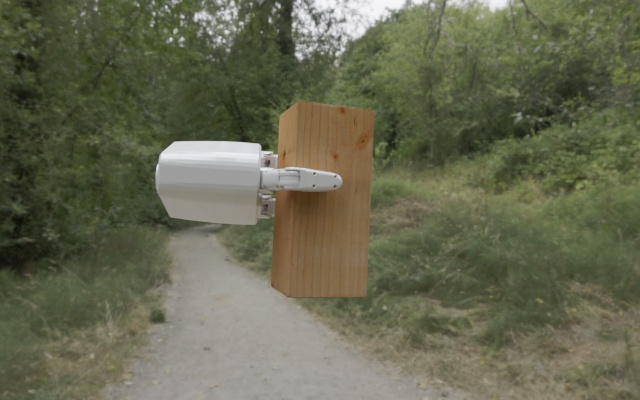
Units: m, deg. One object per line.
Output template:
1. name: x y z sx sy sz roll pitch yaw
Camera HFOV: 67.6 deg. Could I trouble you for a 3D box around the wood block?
1. wood block: 0.000 0.002 0.549 0.090 0.206 0.091 3 -2 -19
